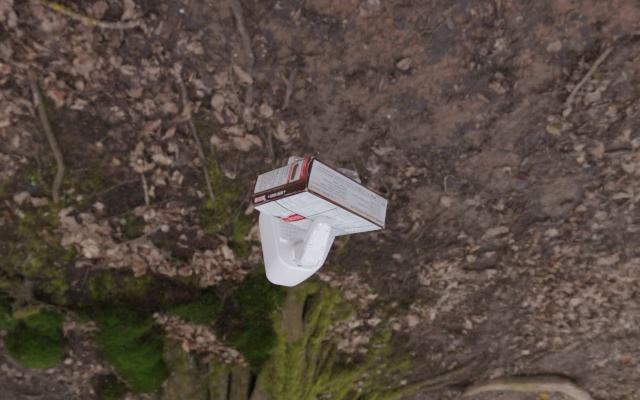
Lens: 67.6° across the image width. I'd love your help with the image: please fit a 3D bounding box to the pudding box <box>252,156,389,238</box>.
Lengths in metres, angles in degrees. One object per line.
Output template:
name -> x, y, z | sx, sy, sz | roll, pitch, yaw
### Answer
pudding box -> 0.000, 0.002, 0.491 | 0.113, 0.039, 0.090 | 25, -27, -37
